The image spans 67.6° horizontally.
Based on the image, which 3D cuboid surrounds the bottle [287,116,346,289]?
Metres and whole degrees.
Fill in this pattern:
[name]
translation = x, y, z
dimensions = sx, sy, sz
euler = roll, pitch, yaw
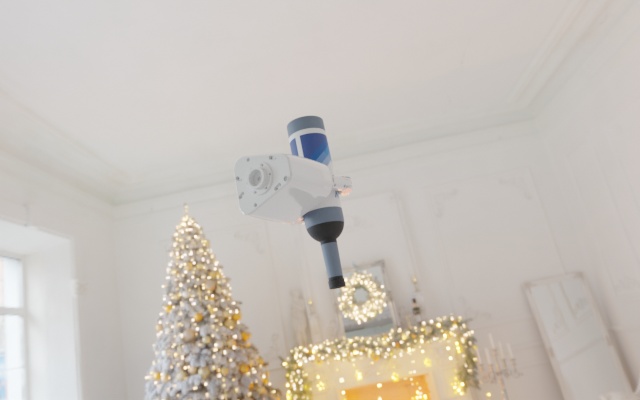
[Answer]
[bottle]
translation = 0.000, 0.002, 0.814
dimensions = 0.069, 0.295, 0.069
euler = -11, -15, -3
